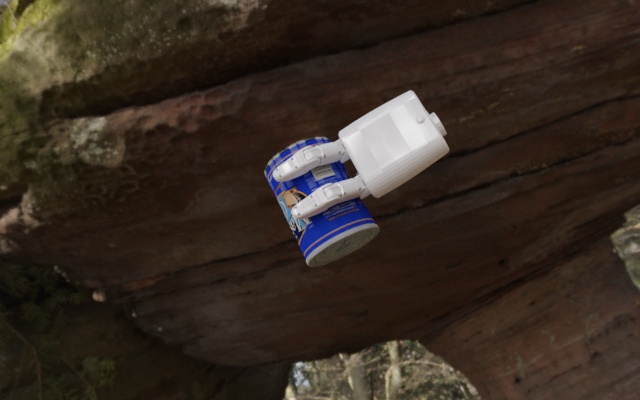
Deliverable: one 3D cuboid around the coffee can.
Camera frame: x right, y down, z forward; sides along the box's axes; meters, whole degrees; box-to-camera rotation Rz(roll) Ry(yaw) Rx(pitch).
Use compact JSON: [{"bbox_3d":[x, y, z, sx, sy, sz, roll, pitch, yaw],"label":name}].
[{"bbox_3d":[0.000,0.002,0.631,0.103,0.140,0.103,-24,-18,-9],"label":"coffee can"}]
